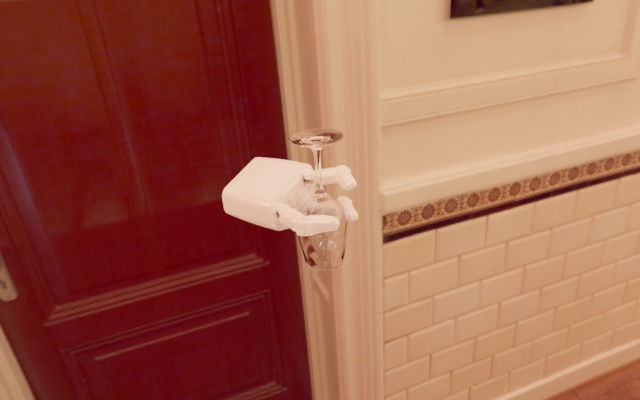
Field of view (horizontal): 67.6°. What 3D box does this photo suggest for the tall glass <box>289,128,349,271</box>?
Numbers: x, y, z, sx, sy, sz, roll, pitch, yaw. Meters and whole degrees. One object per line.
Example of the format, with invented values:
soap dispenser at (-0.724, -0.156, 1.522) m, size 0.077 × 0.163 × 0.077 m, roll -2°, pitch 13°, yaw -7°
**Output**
tall glass at (0.000, 0.002, 0.696) m, size 0.079 × 0.201 × 0.079 m, roll -4°, pitch 26°, yaw 2°
